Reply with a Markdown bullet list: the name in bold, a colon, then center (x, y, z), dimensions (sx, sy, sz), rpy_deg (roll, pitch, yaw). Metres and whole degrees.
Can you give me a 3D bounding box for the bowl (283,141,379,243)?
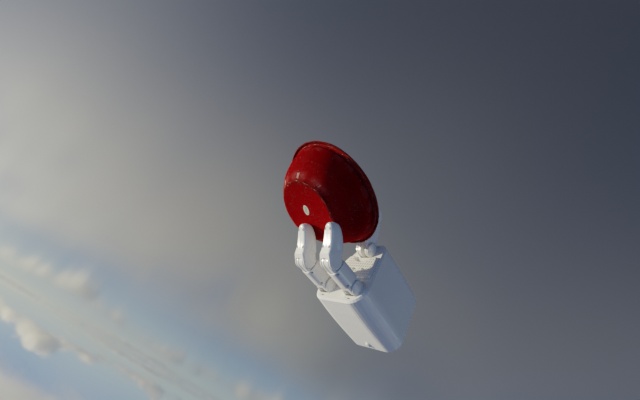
- **bowl**: center (-0.001, 0.001, 0.656), dimensions (0.055, 0.162, 0.162), rpy_deg (-35, 21, -35)
